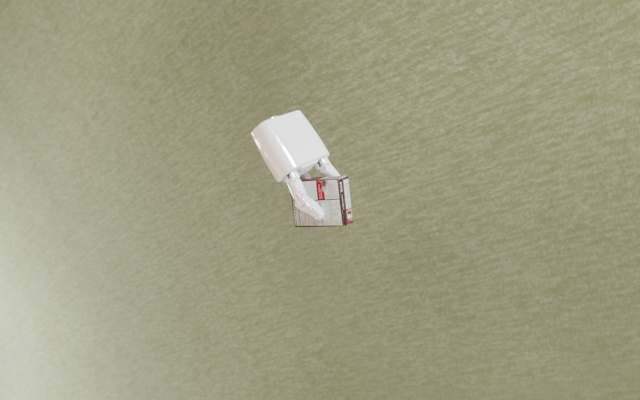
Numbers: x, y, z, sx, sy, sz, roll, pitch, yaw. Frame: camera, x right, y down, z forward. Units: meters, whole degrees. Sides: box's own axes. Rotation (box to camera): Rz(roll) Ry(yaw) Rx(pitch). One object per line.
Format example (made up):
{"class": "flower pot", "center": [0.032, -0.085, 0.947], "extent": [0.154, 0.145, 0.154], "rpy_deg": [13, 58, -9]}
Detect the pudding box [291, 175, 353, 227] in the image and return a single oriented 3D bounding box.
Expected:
{"class": "pudding box", "center": [0.000, 0.003, 0.886], "extent": [0.113, 0.090, 0.039], "rpy_deg": [-2, 10, 34]}
